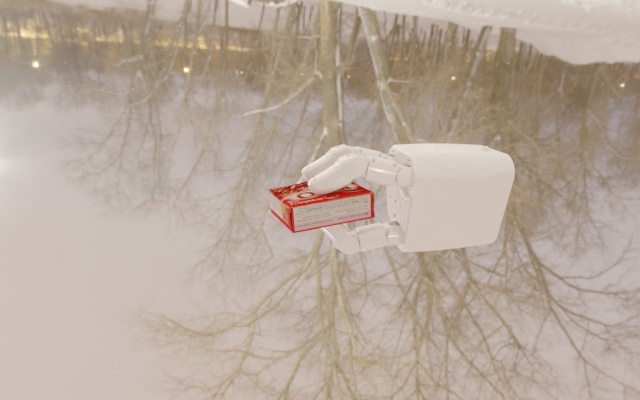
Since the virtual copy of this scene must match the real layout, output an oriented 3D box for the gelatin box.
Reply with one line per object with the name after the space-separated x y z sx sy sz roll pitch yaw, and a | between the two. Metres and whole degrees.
0.000 0.002 0.486 0.089 0.030 0.073 -11 18 -19 | gelatin box
